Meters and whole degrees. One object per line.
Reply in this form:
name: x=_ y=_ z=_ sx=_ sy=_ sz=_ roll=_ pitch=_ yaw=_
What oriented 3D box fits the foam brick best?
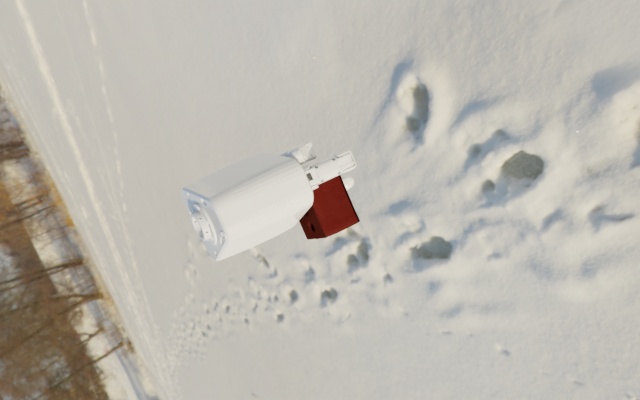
foam brick: x=0.000 y=0.002 z=0.568 sx=0.051 sy=0.078 sz=0.053 roll=-27 pitch=6 yaw=-28
